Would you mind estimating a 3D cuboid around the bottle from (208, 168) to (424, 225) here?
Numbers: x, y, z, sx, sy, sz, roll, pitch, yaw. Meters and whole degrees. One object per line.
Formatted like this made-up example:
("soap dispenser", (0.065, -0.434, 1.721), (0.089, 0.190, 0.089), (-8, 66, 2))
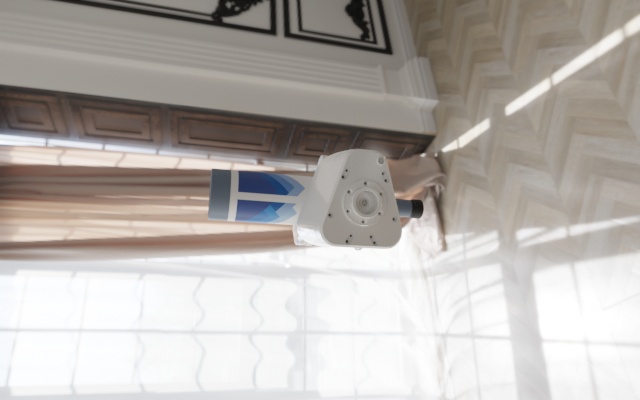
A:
("bottle", (0.000, 0.002, 0.649), (0.296, 0.069, 0.069), (4, -1, -14))
